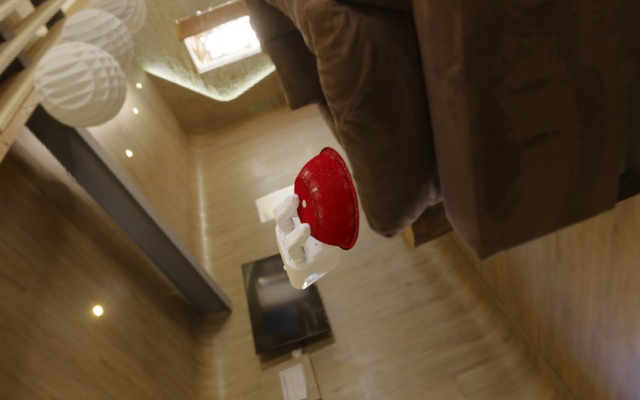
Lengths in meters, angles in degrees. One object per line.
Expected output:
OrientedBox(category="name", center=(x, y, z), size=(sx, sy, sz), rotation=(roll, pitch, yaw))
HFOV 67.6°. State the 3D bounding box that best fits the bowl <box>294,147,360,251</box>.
OrientedBox(category="bowl", center=(0.000, 0.001, 0.723), size=(0.055, 0.162, 0.162), rotation=(-12, 4, -19))
